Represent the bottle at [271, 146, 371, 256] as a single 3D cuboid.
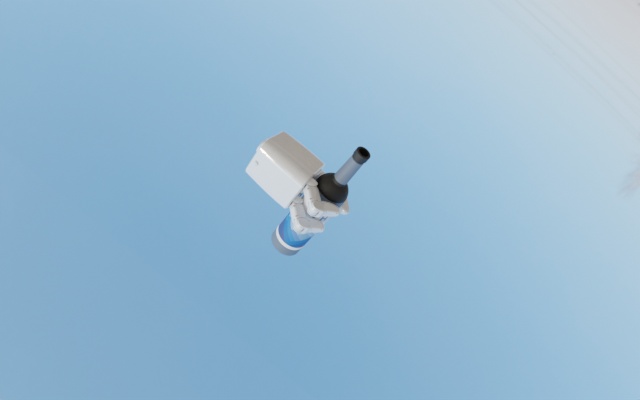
[{"bbox_3d":[0.000,0.003,0.895,0.069,0.069,0.296,0,-35,-37],"label":"bottle"}]
